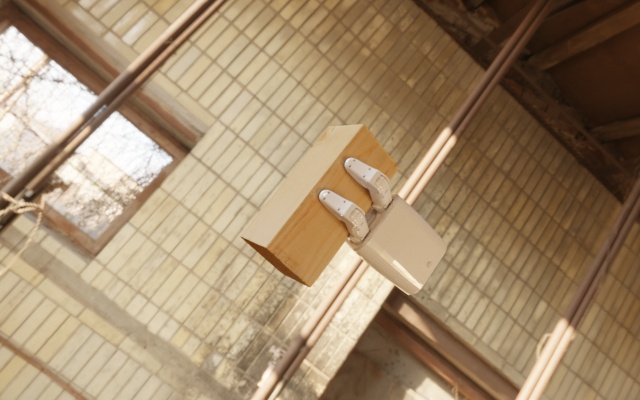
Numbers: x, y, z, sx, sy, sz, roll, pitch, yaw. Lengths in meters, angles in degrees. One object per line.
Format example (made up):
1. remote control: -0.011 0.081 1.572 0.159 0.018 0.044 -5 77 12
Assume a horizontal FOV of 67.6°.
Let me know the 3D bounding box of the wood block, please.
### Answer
1. wood block: 0.000 0.002 0.651 0.090 0.206 0.091 46 -18 -26
